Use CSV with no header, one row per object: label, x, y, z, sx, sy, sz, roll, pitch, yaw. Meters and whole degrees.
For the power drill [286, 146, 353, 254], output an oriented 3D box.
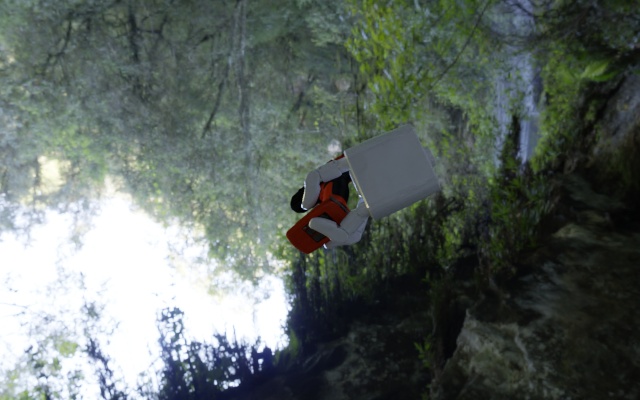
power drill,0.000,0.003,0.798,0.184,0.057,0.187,-39,19,30
